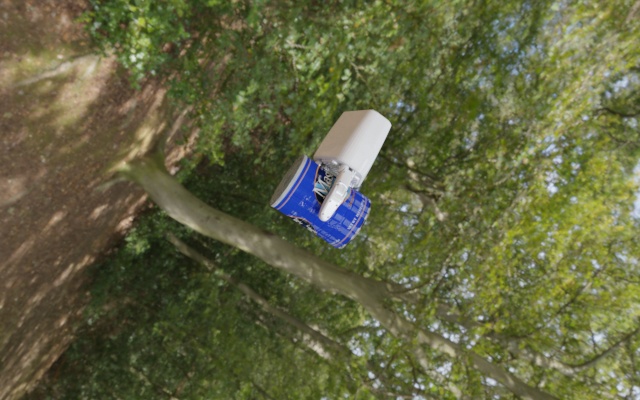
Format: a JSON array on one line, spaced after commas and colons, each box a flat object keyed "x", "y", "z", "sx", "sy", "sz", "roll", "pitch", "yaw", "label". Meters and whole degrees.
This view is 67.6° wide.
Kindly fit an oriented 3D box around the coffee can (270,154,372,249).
[{"x": 0.000, "y": 0.003, "z": 0.810, "sx": 0.140, "sy": 0.103, "sz": 0.103, "roll": 34, "pitch": -8, "yaw": -12, "label": "coffee can"}]
